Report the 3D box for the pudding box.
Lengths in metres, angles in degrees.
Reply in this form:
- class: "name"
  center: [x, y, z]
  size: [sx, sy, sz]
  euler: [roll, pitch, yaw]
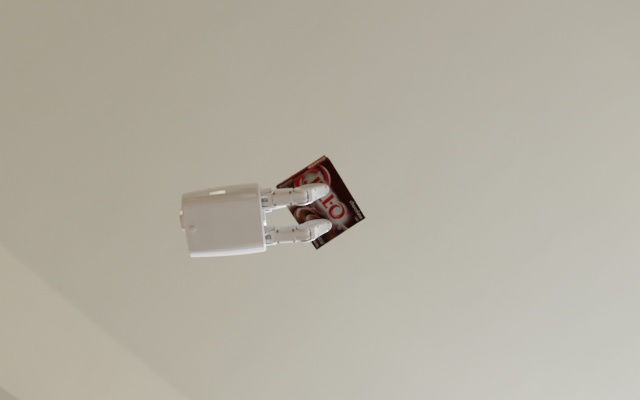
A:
- class: "pudding box"
  center: [0.000, 0.002, 0.714]
  size: [0.090, 0.113, 0.039]
  euler: [-33, 19, 1]
